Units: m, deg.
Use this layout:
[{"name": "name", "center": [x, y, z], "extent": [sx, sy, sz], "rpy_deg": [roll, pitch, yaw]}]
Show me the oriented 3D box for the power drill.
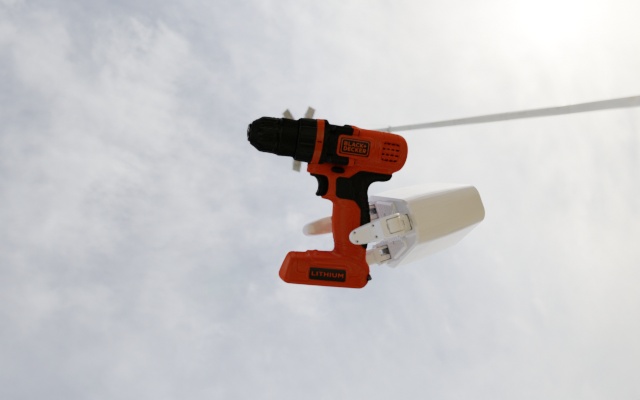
[{"name": "power drill", "center": [0.000, 0.002, 0.548], "extent": [0.184, 0.187, 0.057], "rpy_deg": [7, 7, -8]}]
